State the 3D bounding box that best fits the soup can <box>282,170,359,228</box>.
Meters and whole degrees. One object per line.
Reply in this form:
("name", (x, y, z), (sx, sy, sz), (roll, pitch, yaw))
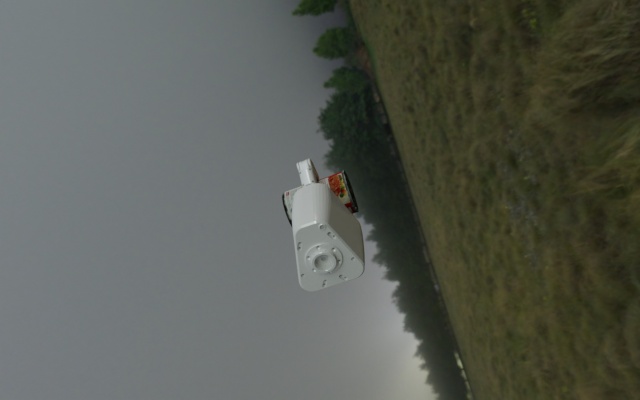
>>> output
("soup can", (0.000, 0.002, 0.738), (0.102, 0.068, 0.068), (-19, -3, 9))
